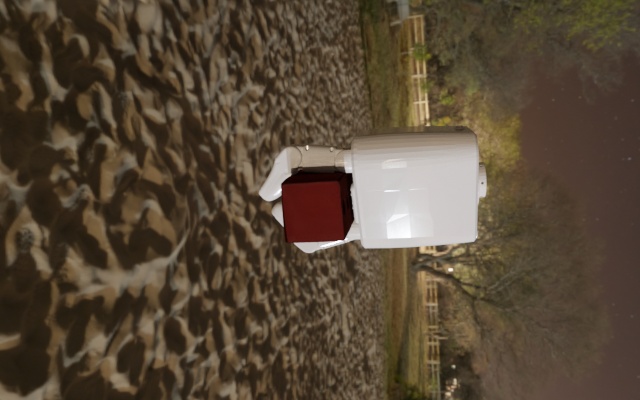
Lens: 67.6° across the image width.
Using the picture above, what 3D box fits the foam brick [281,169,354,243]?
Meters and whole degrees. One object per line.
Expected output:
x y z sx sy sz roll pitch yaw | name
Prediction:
0.000 0.002 0.427 0.051 0.053 0.078 -2 13 11 | foam brick
